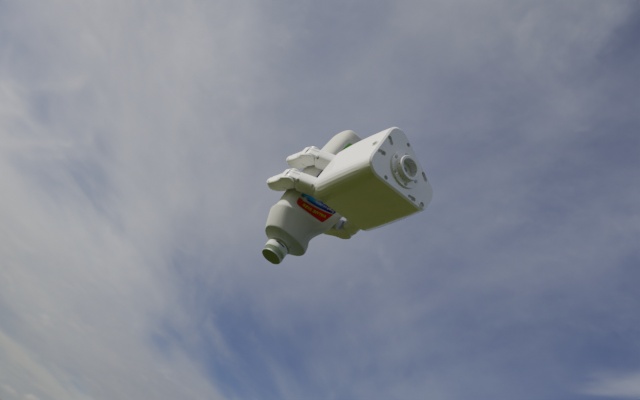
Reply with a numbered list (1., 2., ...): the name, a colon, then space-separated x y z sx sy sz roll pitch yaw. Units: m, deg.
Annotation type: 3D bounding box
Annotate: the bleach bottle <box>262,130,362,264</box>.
1. bleach bottle: 0.000 0.002 0.709 0.068 0.102 0.250 -23 23 48
